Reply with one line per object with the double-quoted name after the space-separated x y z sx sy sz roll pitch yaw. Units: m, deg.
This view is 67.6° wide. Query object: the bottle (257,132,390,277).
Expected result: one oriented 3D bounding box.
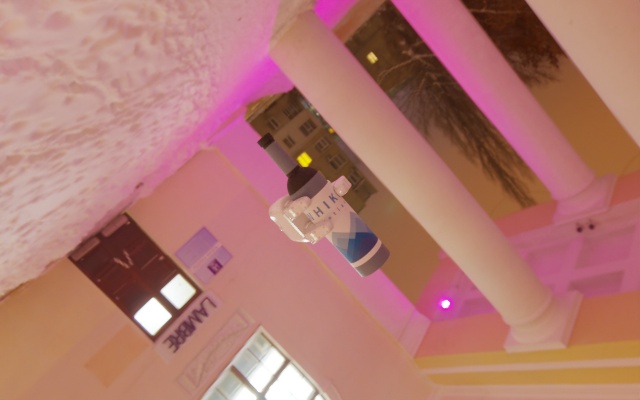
0.000 0.003 0.820 0.069 0.296 0.069 -41 8 7 "bottle"
